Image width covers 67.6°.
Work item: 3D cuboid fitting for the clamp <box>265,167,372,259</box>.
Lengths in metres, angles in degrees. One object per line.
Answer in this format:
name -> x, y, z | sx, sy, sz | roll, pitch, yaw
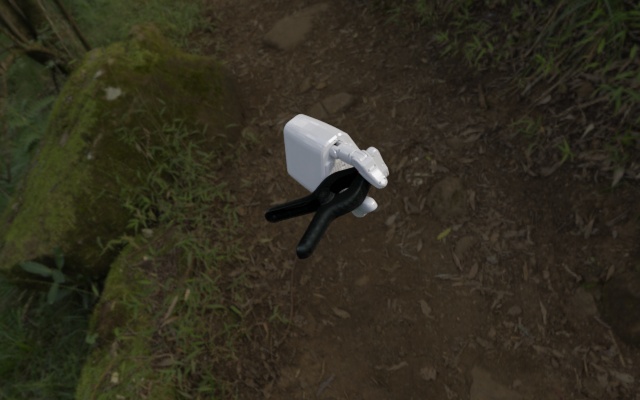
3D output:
clamp -> 0.000, 0.002, 0.698 | 0.171, 0.039, 0.120 | -41, 47, -18
